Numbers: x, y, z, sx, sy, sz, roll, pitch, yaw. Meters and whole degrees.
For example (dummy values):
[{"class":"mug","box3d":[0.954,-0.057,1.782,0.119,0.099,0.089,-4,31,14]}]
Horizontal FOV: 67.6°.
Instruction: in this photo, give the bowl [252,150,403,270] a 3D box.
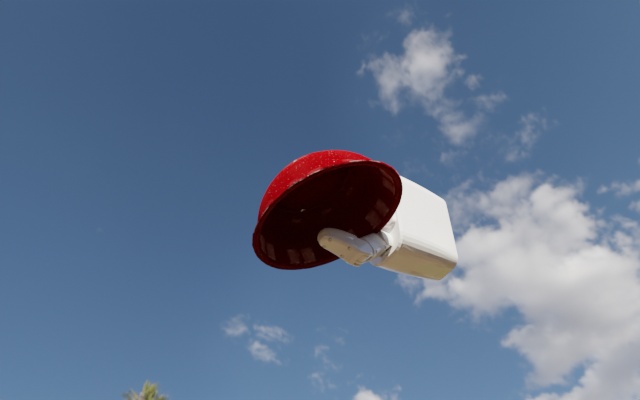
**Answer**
[{"class":"bowl","box3d":[-0.001,0.001,0.486,0.162,0.055,0.162,-19,-35,-14]}]
